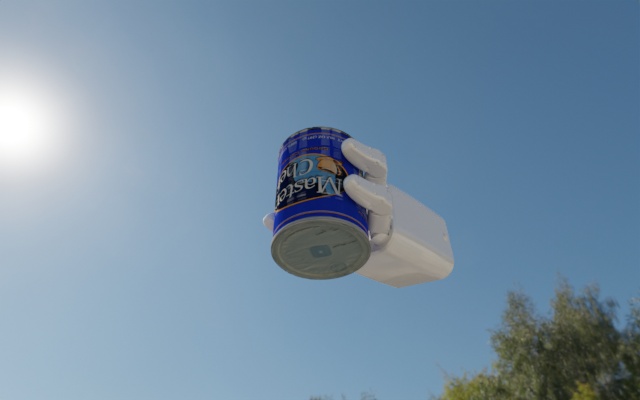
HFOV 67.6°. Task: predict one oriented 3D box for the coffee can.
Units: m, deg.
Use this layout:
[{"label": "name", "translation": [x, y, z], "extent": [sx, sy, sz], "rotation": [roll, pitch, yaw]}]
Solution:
[{"label": "coffee can", "translation": [0.000, 0.002, 0.532], "extent": [0.103, 0.140, 0.103], "rotation": [0, -42, 0]}]
